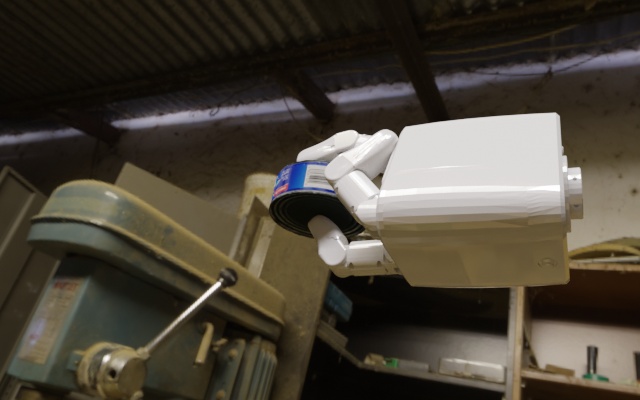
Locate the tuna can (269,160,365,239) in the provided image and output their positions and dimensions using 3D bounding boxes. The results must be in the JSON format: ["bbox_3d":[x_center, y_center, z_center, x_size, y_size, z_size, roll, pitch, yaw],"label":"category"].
[{"bbox_3d":[0.000,0.001,0.417,0.086,0.033,0.086,7,-29,4],"label":"tuna can"}]
